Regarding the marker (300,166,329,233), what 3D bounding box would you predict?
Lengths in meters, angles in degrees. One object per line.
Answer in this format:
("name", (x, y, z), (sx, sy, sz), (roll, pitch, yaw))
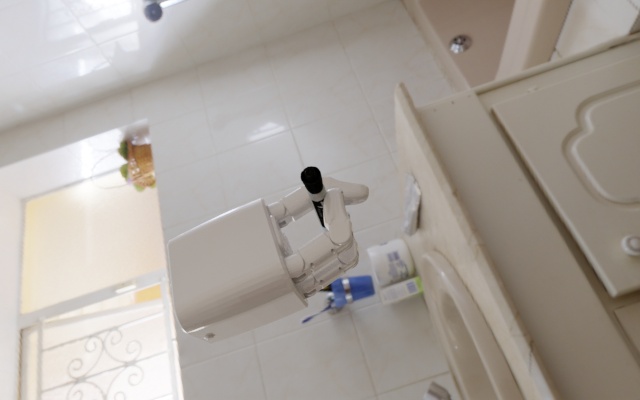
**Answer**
("marker", (0.000, 0.001, 0.469), (0.020, 0.020, 0.121), (0, -26, 10))
